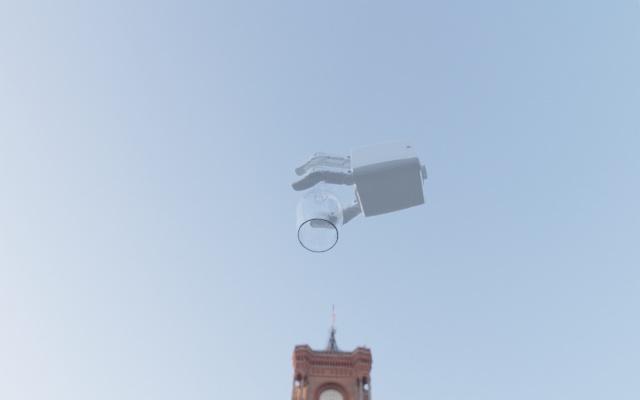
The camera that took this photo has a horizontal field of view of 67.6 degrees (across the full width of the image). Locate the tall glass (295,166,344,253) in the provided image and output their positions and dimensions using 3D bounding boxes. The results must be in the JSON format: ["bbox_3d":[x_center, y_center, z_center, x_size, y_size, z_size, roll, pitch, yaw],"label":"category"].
[{"bbox_3d":[0.000,0.002,0.797,0.079,0.079,0.201,0,31,3],"label":"tall glass"}]
